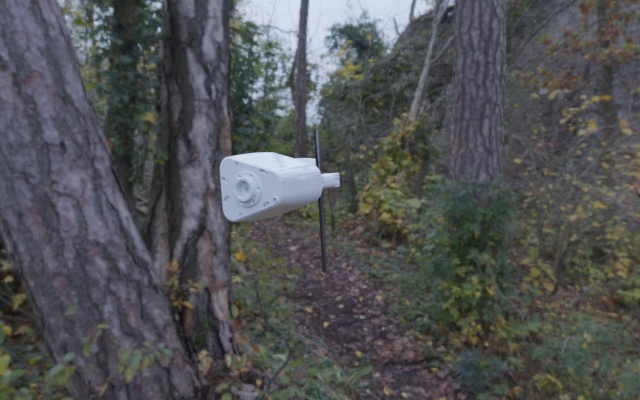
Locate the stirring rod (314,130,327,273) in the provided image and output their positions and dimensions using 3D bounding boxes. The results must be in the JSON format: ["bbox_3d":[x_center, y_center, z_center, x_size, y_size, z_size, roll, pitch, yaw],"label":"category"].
[{"bbox_3d":[0.000,0.003,0.801,0.011,0.239,0.011,-3,5,0],"label":"stirring rod"}]
